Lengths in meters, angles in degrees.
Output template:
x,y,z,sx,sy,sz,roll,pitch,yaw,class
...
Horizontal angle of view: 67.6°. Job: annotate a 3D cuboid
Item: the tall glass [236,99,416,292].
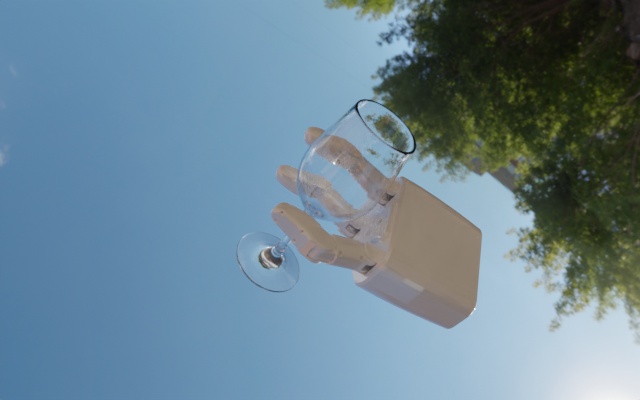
x,y,z,sx,sy,sz,roll,pitch,yaw,class
0.000,0.002,0.441,0.079,0.079,0.201,0,-39,-43,tall glass
